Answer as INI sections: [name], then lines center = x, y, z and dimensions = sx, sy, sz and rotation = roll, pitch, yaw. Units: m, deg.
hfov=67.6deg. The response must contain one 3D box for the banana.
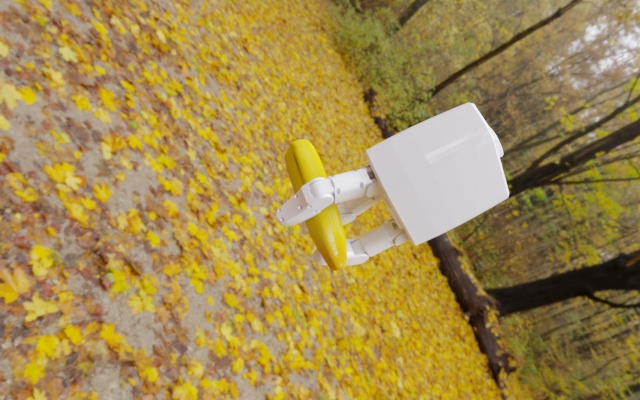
[banana]
center = -0.008, -0.014, 0.500
dimensions = 0.037, 0.070, 0.197
rotation = -25, 36, 4
